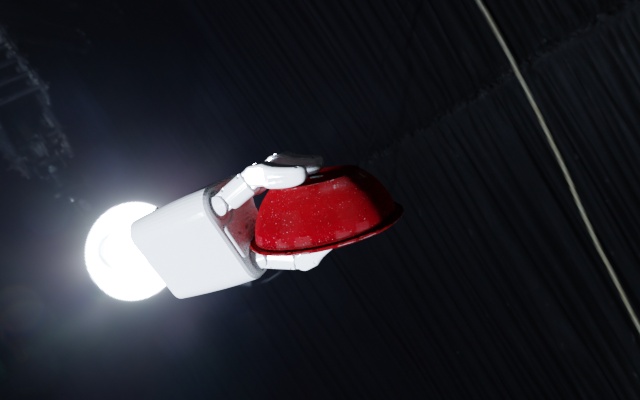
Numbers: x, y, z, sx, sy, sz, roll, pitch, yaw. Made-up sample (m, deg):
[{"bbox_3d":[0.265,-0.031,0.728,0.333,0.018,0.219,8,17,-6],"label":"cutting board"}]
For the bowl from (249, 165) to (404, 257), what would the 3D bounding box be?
[{"bbox_3d":[0.001,0.001,0.486,0.162,0.055,0.162,-13,12,3],"label":"bowl"}]
